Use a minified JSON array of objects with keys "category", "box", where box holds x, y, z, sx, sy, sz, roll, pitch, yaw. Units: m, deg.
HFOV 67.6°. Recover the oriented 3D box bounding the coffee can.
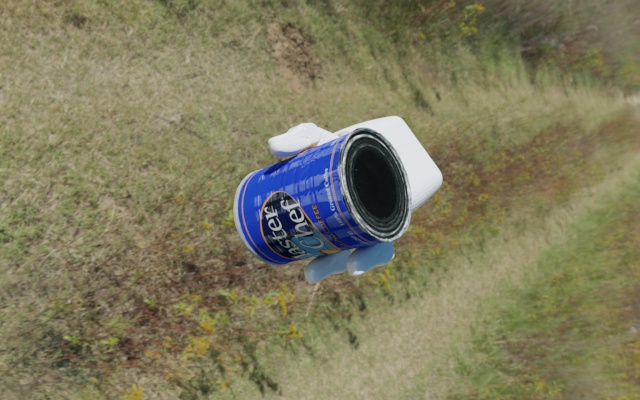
[{"category":"coffee can","box":[0.000,0.002,0.456,0.140,0.103,0.103,-17,-12,40]}]
